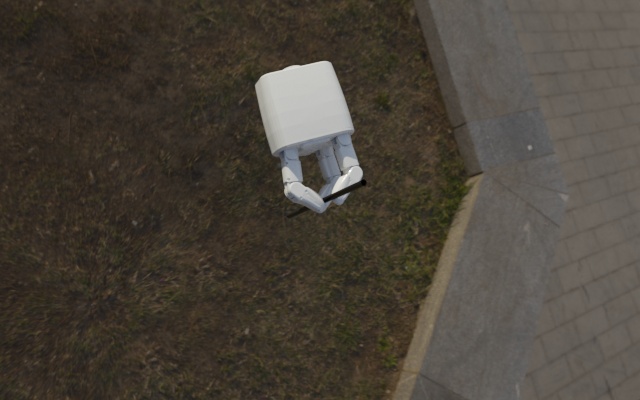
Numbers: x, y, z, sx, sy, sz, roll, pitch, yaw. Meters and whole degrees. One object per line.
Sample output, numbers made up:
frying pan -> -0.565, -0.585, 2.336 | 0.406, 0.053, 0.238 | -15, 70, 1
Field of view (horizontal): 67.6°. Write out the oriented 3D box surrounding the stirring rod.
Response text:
stirring rod -> 0.000, 0.002, 0.668 | 0.011, 0.011, 0.239 | 0, -11, -26
